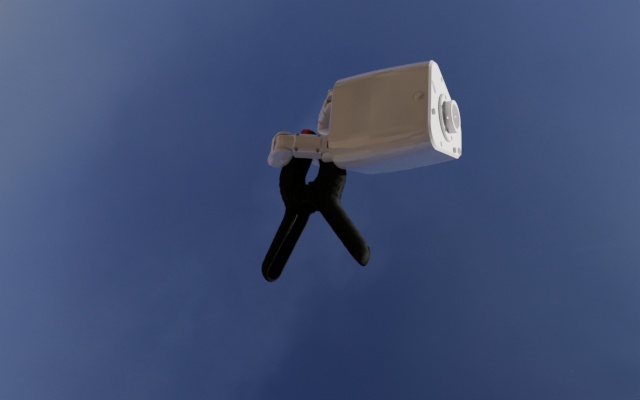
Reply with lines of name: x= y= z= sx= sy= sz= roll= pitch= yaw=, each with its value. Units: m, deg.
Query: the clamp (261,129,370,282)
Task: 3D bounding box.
clamp: x=0.000 y=0.002 z=0.506 sx=0.120 sy=0.171 sz=0.039 roll=-2 pitch=-20 yaw=23
